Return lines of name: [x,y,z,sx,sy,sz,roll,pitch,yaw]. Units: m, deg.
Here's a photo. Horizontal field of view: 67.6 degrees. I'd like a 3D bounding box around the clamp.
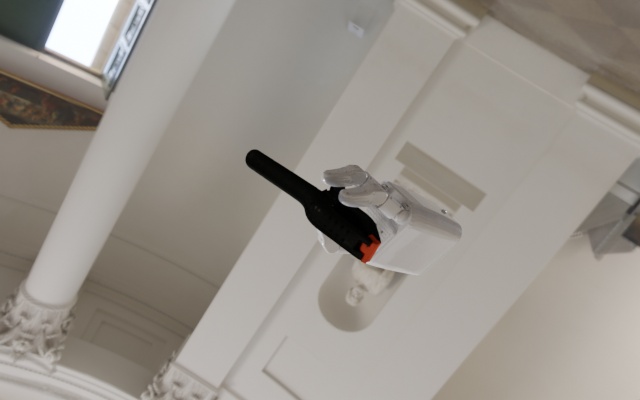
clamp: [0.000,0.003,0.594,0.164,0.036,0.210,16,22,-32]
